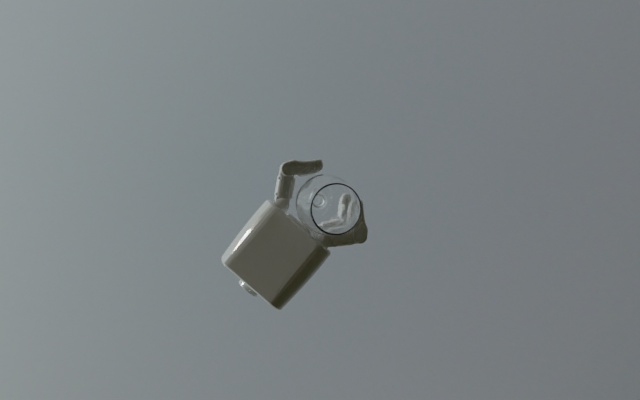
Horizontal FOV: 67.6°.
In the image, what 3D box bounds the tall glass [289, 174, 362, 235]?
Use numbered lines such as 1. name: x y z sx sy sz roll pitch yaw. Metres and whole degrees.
1. tall glass: 0.000 0.002 0.652 0.079 0.079 0.201 0 4 -11
